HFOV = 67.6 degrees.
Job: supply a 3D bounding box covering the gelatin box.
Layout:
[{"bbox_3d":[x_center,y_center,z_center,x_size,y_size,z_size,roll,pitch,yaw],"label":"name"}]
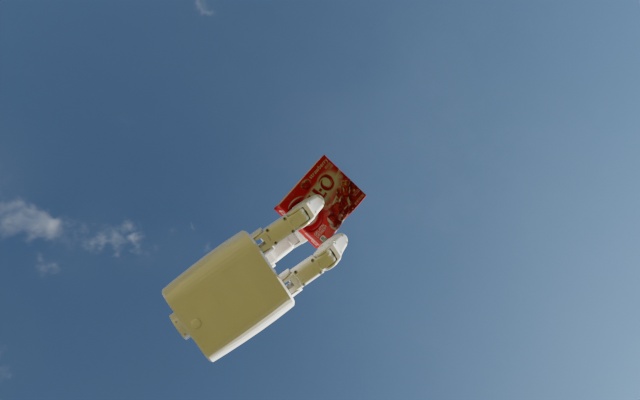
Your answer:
[{"bbox_3d":[0.000,0.002,0.578,0.073,0.089,0.030,43,-19,-6],"label":"gelatin box"}]
